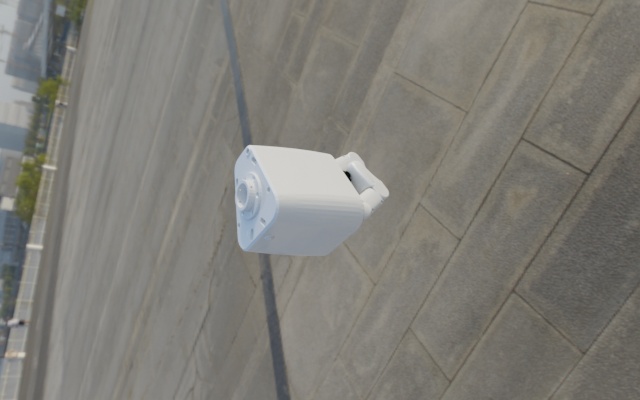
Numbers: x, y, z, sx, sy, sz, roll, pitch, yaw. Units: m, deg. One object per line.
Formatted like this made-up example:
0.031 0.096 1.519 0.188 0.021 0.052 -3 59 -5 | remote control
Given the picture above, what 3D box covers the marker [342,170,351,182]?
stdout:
0.000 0.002 0.589 0.020 0.020 0.121 0 -32 -37 | marker
